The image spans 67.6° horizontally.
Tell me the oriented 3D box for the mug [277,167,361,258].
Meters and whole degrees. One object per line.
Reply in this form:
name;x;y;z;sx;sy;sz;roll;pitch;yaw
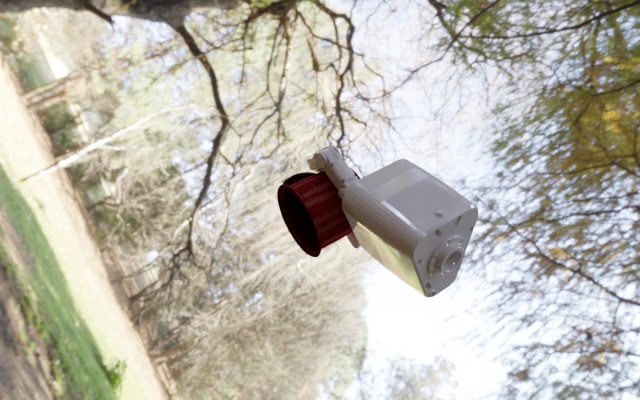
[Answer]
mug;-0.001;0.001;0.572;0.081;0.093;0.117;-27;44;-23
